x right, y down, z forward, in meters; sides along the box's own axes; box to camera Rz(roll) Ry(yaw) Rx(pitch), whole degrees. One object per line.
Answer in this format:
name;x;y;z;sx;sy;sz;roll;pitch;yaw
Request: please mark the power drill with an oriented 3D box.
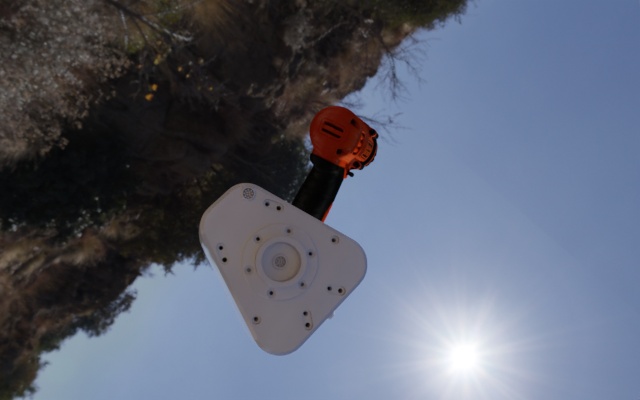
power drill;0.000;0.002;0.490;0.057;0.187;0.184;25;5;13
